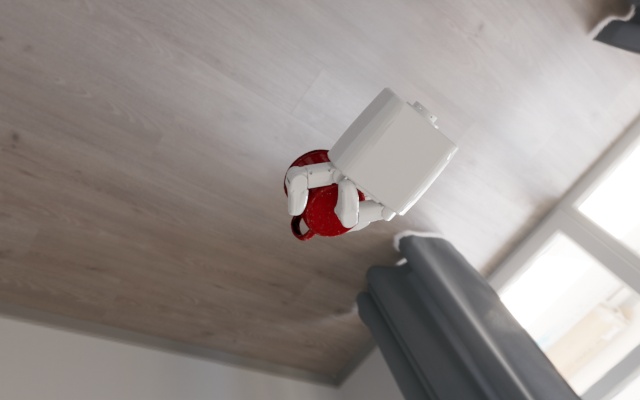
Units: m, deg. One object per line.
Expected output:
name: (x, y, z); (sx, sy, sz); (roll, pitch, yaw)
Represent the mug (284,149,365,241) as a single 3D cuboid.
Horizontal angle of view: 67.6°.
mug: (-0.001, 0.003, 0.619); (0.093, 0.117, 0.081); (29, 18, -33)
